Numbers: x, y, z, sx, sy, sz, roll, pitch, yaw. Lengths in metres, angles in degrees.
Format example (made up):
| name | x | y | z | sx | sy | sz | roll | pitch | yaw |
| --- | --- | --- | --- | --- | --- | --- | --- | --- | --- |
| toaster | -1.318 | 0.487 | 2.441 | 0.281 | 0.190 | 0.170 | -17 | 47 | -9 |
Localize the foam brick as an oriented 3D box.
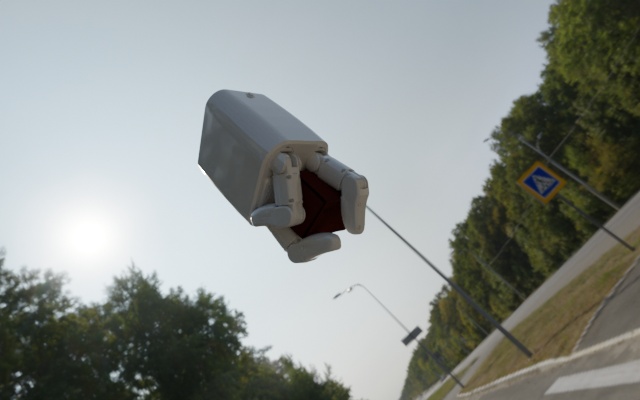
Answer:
| name | x | y | z | sx | sy | sz | roll | pitch | yaw |
| --- | --- | --- | --- | --- | --- | --- | --- | --- | --- |
| foam brick | 0.000 | 0.002 | 0.507 | 0.051 | 0.053 | 0.078 | 43 | 27 | 25 |
